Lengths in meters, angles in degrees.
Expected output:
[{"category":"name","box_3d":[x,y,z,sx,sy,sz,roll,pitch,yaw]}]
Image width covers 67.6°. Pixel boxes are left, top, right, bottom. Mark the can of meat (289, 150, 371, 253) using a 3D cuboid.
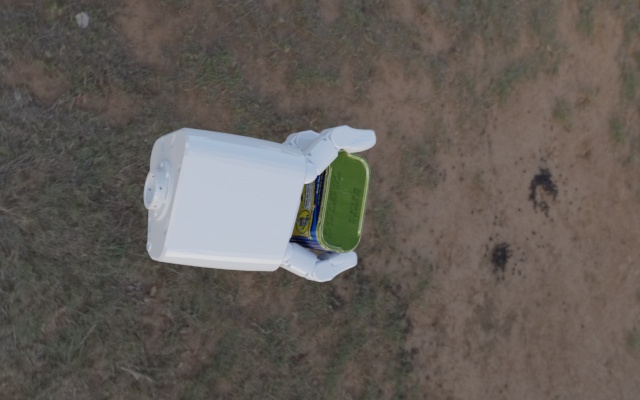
[{"category":"can of meat","box_3d":[0.000,0.002,0.483,0.057,0.102,0.084,13,-9,-34]}]
